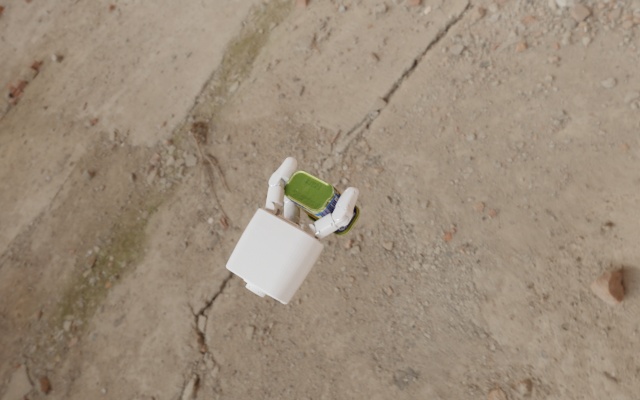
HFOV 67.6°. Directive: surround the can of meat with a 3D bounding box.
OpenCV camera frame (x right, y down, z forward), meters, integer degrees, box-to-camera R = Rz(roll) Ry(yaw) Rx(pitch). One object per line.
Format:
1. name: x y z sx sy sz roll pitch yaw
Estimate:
1. can of meat: 0.000 0.002 0.761 0.102 0.057 0.084 28 -9 41
